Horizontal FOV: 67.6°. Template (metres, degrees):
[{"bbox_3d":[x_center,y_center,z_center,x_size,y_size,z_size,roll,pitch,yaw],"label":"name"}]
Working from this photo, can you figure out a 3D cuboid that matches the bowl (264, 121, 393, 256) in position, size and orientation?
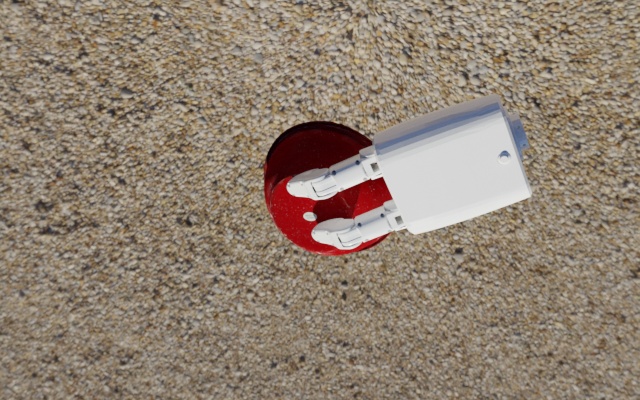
[{"bbox_3d":[-0.001,0.002,0.502,0.162,0.162,0.055,0,29,26],"label":"bowl"}]
